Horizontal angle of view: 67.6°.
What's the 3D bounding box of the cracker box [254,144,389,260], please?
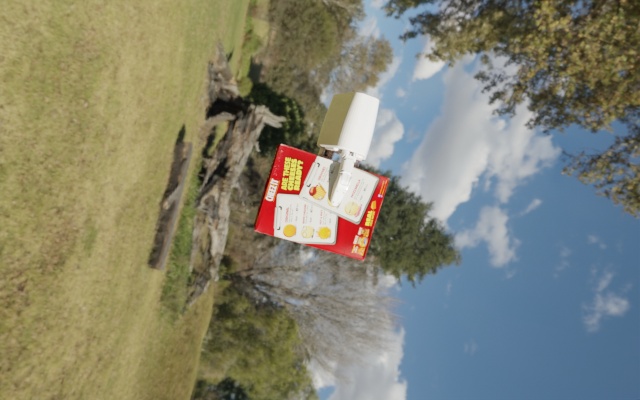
[{"bbox_3d":[0.000,0.003,0.892,0.214,0.164,0.072,16,2,-12],"label":"cracker box"}]
